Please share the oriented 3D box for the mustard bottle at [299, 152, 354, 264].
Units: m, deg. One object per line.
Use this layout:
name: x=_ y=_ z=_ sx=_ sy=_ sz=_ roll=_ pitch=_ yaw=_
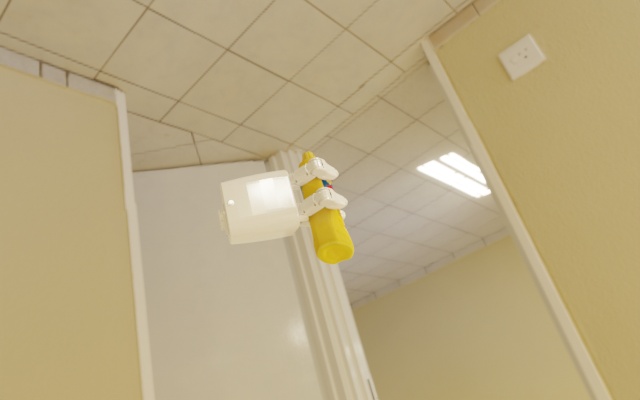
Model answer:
mustard bottle: x=0.001 y=0.003 z=0.778 sx=0.058 sy=0.191 sz=0.096 roll=-21 pitch=-27 yaw=10
